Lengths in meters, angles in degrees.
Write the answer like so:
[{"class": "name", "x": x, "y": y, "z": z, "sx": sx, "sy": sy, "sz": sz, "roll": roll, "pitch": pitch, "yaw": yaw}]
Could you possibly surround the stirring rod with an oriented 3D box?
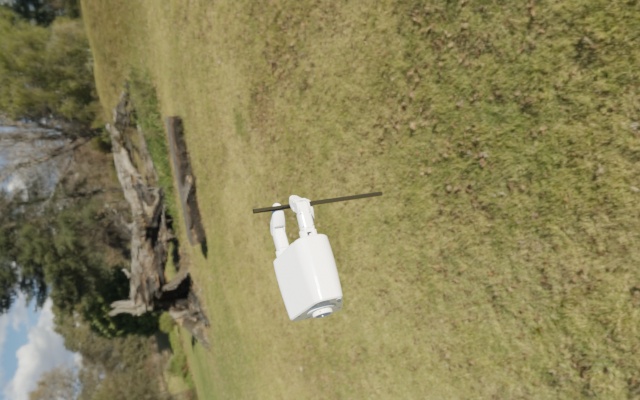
[{"class": "stirring rod", "x": 0.000, "y": 0.003, "z": 0.836, "sx": 0.239, "sy": 0.011, "sz": 0.011, "roll": -8, "pitch": 3, "yaw": -20}]
